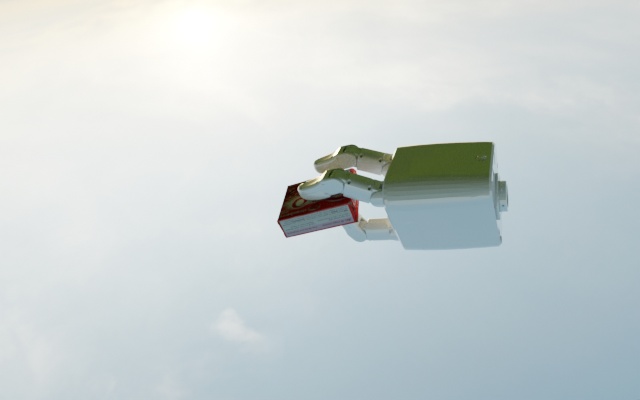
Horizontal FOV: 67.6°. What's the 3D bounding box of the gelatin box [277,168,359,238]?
[{"bbox_3d":[0.000,0.002,0.550,0.089,0.030,0.073,-14,32,17],"label":"gelatin box"}]
